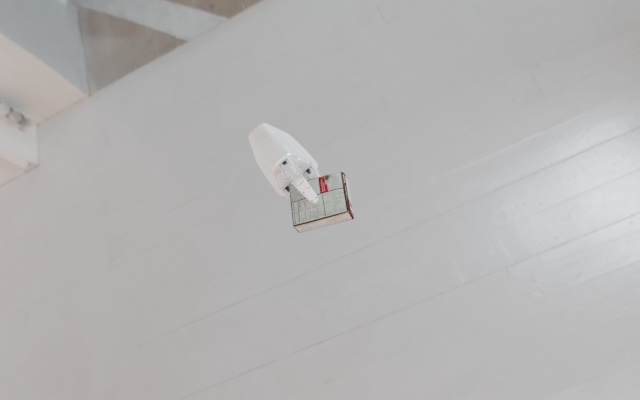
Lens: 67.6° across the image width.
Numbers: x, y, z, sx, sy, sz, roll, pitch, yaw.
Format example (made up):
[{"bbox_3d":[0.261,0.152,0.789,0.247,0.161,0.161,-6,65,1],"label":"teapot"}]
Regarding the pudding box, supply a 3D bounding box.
[{"bbox_3d":[0.000,0.003,0.898,0.113,0.090,0.039,-16,-27,16],"label":"pudding box"}]
